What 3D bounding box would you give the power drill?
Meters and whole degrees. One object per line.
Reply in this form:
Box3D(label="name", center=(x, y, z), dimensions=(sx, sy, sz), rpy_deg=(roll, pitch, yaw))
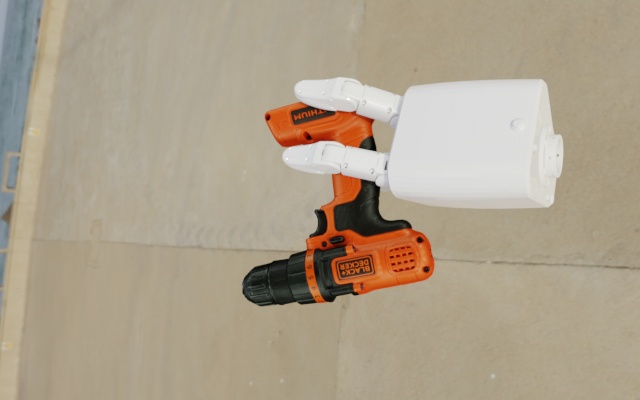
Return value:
Box3D(label="power drill", center=(0.000, 0.001, 0.454), dimensions=(0.184, 0.187, 0.057), rpy_deg=(-13, -7, 13))
